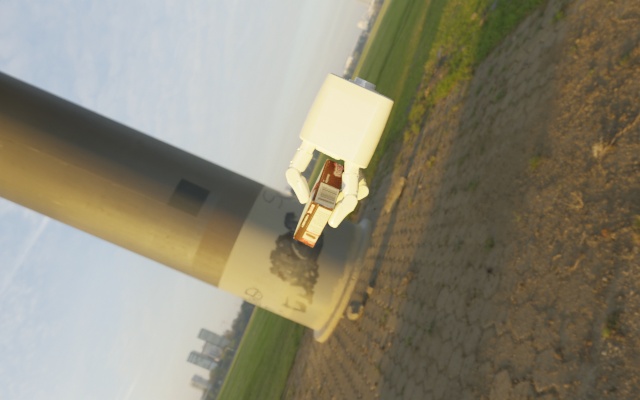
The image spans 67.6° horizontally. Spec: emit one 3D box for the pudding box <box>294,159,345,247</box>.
[{"bbox_3d":[0.000,0.002,0.748,0.039,0.090,0.113,24,40,-3],"label":"pudding box"}]
